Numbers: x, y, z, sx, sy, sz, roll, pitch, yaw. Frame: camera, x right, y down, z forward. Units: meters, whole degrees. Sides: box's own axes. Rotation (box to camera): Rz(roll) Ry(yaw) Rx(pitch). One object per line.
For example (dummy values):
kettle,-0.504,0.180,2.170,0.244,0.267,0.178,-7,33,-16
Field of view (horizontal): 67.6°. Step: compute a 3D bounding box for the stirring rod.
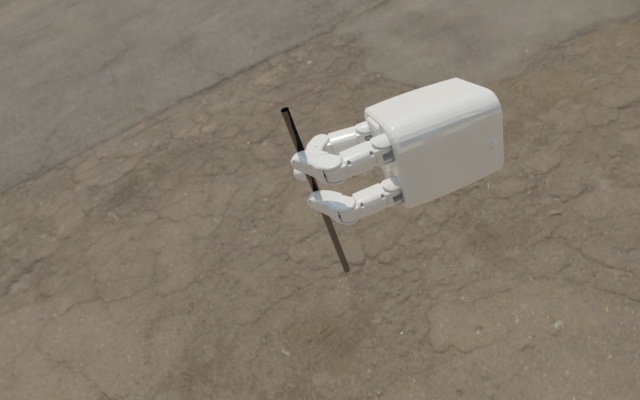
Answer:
stirring rod,0.000,0.002,0.517,0.011,0.240,0.011,-12,42,11
